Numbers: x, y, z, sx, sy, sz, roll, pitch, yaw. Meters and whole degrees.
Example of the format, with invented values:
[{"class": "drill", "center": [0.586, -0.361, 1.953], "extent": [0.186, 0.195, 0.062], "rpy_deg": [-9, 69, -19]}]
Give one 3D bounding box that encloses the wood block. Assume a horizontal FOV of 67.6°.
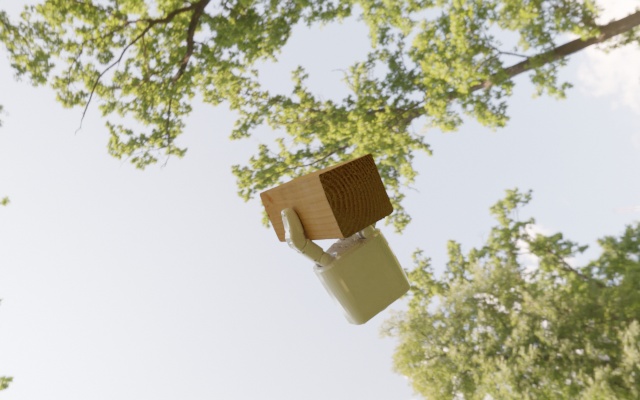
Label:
[{"class": "wood block", "center": [0.000, 0.003, 0.707], "extent": [0.091, 0.090, 0.206], "rpy_deg": [-25, 6, -29]}]
